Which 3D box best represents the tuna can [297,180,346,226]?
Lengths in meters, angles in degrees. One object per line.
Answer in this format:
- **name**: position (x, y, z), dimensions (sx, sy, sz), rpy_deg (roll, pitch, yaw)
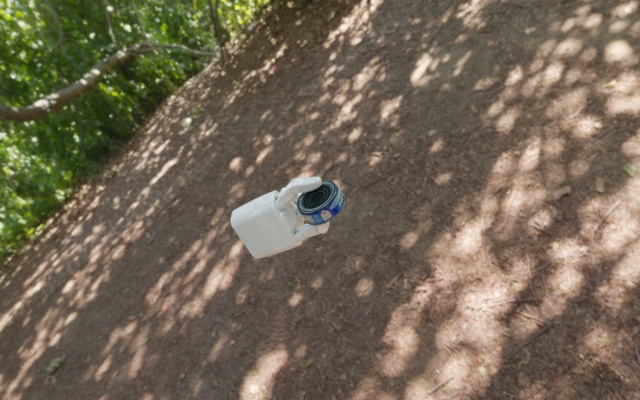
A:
- **tuna can**: position (0.000, 0.002, 0.872), dimensions (0.086, 0.086, 0.034), rpy_deg (0, -43, 40)
